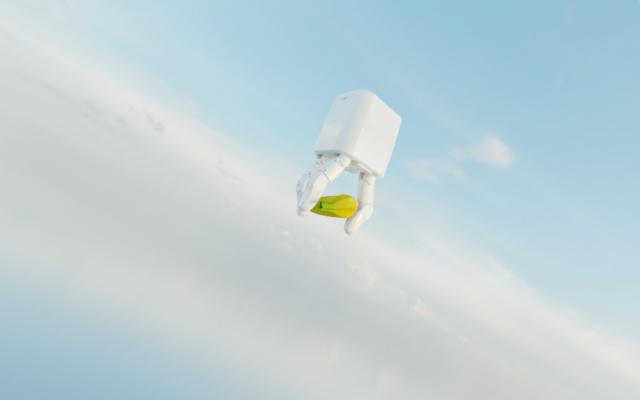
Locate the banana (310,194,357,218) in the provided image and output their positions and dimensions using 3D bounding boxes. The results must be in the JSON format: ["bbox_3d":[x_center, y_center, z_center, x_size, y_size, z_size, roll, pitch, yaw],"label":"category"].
[{"bbox_3d":[0.019,0.007,0.766,0.069,0.037,0.198,14,-4,-8],"label":"banana"}]
